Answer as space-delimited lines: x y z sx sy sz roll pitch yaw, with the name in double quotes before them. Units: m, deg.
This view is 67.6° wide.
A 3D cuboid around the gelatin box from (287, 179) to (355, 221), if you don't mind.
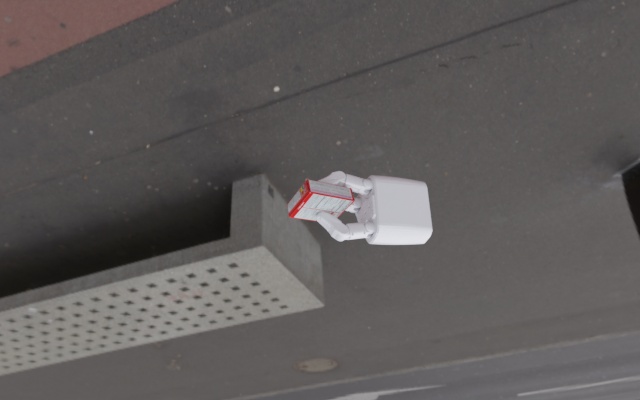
"gelatin box" 0.000 0.003 0.790 0.089 0.030 0.073 9 -39 -30
